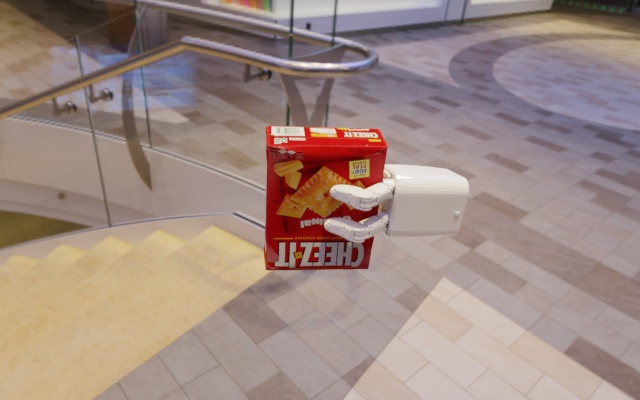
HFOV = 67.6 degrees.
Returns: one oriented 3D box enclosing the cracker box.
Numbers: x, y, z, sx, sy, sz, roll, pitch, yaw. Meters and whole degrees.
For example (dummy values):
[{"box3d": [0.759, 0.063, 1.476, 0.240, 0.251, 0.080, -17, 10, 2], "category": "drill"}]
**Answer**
[{"box3d": [0.000, 0.002, 0.701, 0.164, 0.214, 0.072, 1, 31, -7], "category": "cracker box"}]
